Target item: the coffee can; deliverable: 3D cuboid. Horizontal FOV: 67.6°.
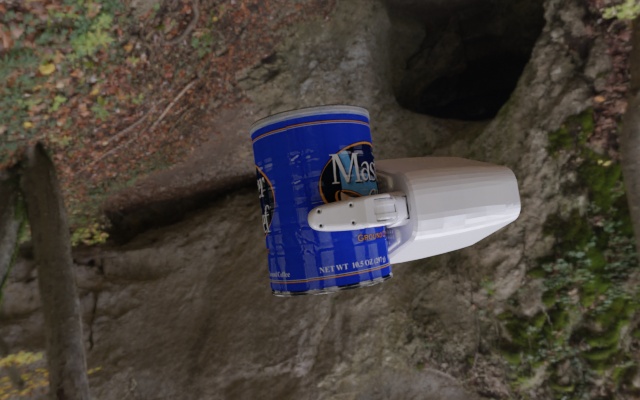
[{"bbox_3d":[0.000,0.001,0.404,0.103,0.140,0.103,-8,-3,0],"label":"coffee can"}]
